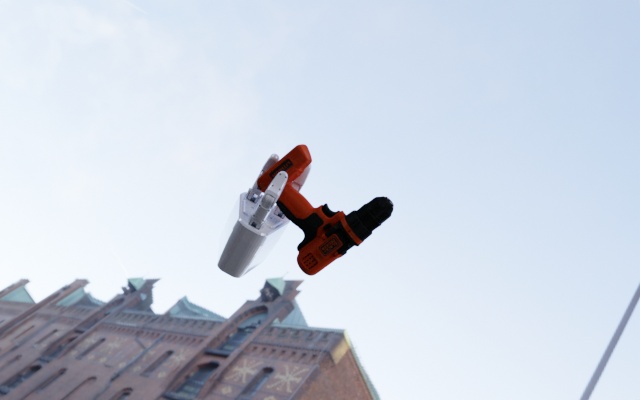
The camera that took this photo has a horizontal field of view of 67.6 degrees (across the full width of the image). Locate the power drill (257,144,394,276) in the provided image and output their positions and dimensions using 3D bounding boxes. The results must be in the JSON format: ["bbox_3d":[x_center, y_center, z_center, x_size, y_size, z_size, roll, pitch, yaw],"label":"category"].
[{"bbox_3d":[0.000,0.002,0.776,0.184,0.187,0.057,-38,-10,10],"label":"power drill"}]
